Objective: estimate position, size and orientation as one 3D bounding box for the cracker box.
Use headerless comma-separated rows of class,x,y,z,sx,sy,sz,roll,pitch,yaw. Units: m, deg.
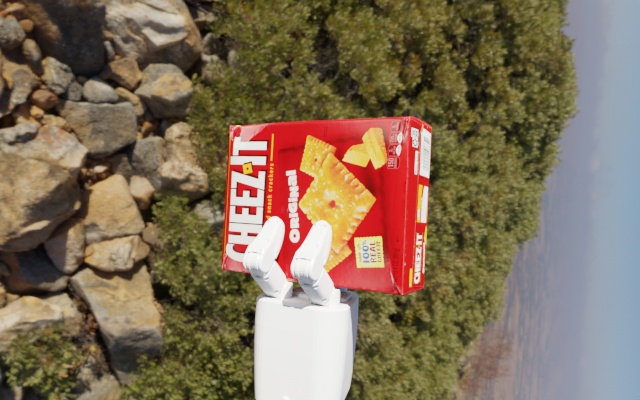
cracker box,0.000,0.002,0.497,0.213,0.164,0.072,3,-2,29
